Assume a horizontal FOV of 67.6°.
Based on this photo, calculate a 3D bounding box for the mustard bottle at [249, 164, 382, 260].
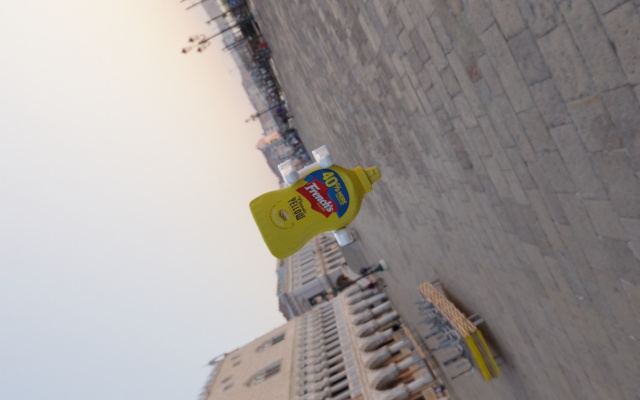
[{"bbox_3d":[0.000,0.002,0.691,0.191,0.096,0.058,-27,-18,0],"label":"mustard bottle"}]
